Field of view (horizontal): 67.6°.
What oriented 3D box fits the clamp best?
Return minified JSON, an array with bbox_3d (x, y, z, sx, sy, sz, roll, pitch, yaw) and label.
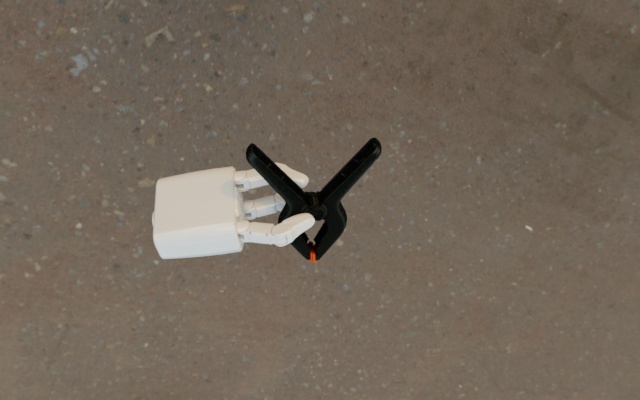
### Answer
[{"bbox_3d":[0.000,0.003,0.635,0.164,0.210,0.036,-8,42,-1],"label":"clamp"}]
